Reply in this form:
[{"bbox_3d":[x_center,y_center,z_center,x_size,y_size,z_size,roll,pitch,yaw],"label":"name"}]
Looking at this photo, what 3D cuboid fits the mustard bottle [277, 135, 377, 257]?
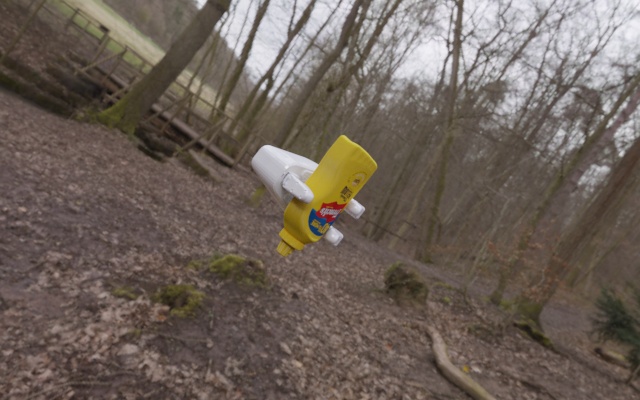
[{"bbox_3d":[0.000,0.002,0.698,0.058,0.191,0.096,39,2,27],"label":"mustard bottle"}]
